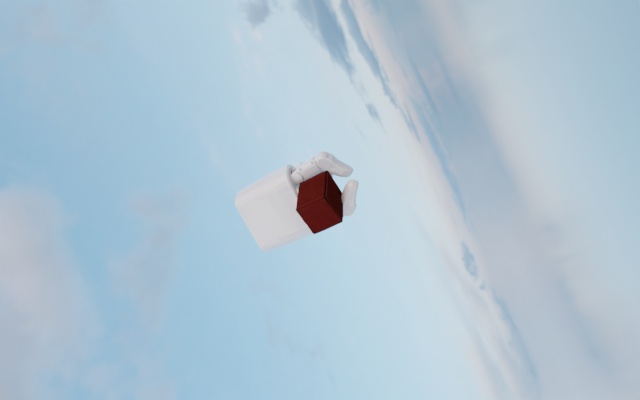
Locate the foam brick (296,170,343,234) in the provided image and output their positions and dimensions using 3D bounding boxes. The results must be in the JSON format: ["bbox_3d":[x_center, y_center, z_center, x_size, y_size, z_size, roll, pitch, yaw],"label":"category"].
[{"bbox_3d":[0.000,0.002,0.722,0.051,0.053,0.078,-25,29,18],"label":"foam brick"}]
